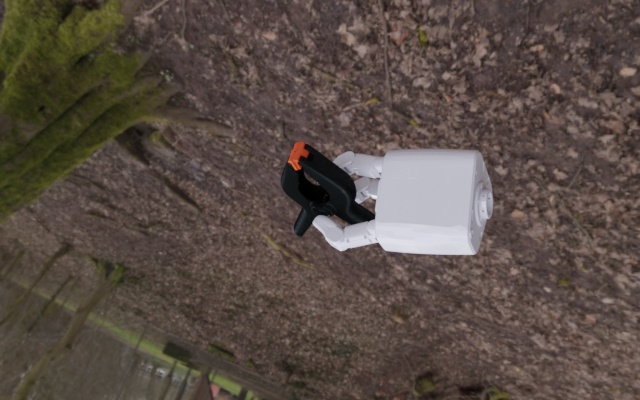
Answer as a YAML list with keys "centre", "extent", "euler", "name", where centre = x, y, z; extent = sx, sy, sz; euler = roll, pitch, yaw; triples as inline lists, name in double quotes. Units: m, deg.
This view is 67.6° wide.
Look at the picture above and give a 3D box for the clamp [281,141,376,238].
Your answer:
- centre: [0.000, 0.002, 0.609]
  extent: [0.164, 0.036, 0.210]
  euler: [0, -33, 31]
  name: "clamp"
